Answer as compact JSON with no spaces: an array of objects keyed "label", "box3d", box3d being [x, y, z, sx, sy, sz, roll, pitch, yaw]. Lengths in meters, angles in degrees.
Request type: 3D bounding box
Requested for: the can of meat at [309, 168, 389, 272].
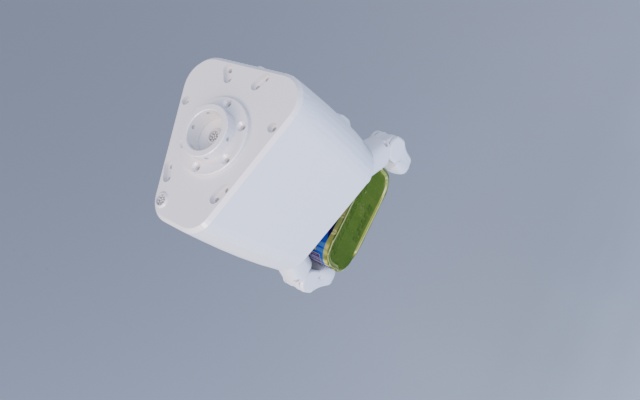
[{"label":"can of meat","box3d":[0.000,0.002,0.415,0.084,0.102,0.057,22,-9,31]}]
